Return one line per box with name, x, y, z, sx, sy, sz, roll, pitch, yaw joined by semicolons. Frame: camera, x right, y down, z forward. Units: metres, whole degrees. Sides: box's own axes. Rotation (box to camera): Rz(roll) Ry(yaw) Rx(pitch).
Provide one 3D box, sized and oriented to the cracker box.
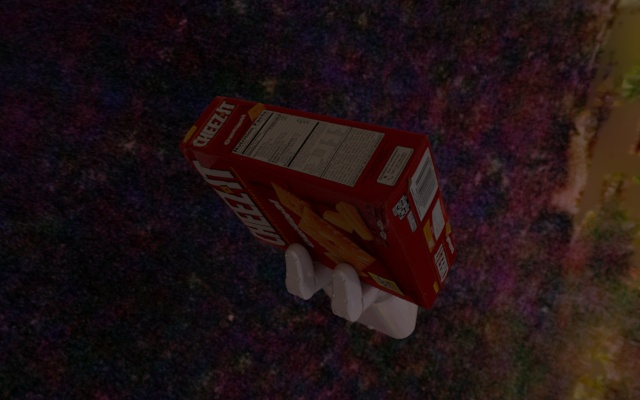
cracker box;0.000;0.001;0.426;0.213;0.072;0.164;17;-27;33
